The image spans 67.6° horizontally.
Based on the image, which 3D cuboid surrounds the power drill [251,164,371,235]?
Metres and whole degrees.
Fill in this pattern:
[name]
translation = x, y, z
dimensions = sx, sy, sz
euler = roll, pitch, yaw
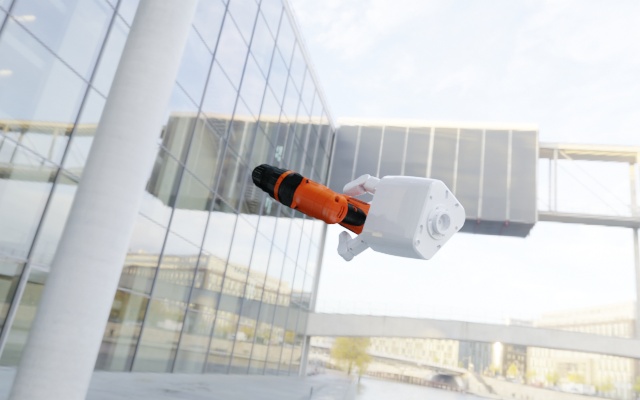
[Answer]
[power drill]
translation = 0.001, 0.003, 0.764
dimensions = 0.184, 0.057, 0.188
euler = 27, 4, 38
